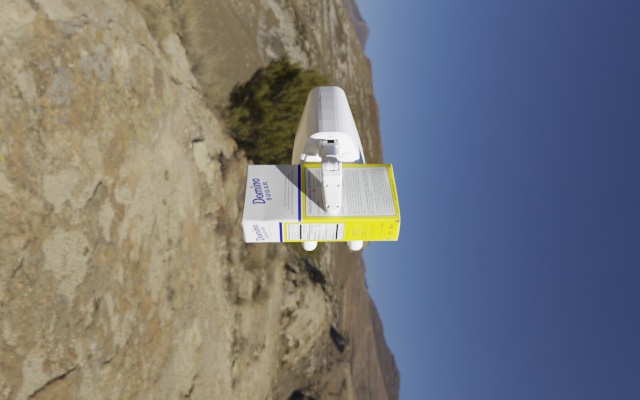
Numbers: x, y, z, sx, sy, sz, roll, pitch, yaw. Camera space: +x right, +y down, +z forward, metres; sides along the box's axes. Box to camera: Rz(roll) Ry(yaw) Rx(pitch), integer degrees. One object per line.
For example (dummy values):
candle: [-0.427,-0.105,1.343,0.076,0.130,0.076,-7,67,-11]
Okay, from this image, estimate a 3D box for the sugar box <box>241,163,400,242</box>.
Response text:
sugar box: [0.000,0.002,0.562,0.176,0.093,0.048,-2,-43,0]
